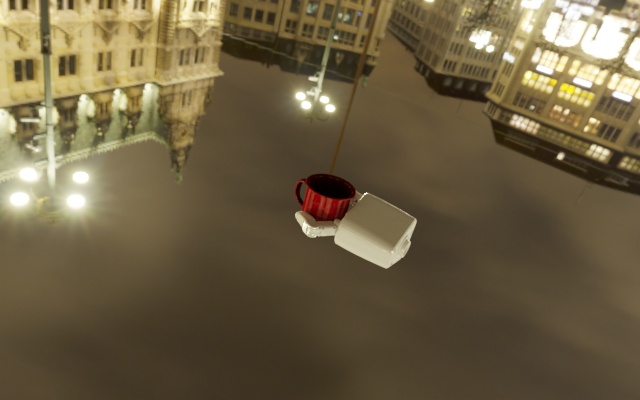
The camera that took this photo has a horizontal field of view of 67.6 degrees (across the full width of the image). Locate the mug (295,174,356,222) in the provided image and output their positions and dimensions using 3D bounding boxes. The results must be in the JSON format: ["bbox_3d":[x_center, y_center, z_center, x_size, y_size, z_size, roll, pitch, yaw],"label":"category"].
[{"bbox_3d":[-0.001,0.002,0.881,0.117,0.081,0.093,28,31,21],"label":"mug"}]
